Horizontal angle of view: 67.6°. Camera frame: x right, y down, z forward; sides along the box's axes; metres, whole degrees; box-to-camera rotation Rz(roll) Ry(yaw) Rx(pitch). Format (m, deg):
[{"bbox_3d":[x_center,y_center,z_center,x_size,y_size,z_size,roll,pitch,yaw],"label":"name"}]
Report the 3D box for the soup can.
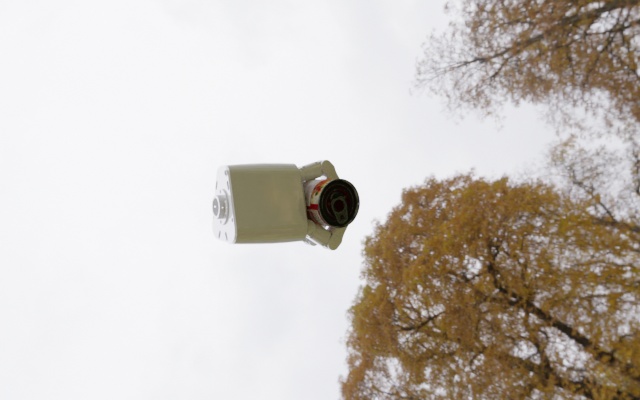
[{"bbox_3d":[0.000,0.002,0.692,0.068,0.068,0.102,0,2,-32],"label":"soup can"}]
